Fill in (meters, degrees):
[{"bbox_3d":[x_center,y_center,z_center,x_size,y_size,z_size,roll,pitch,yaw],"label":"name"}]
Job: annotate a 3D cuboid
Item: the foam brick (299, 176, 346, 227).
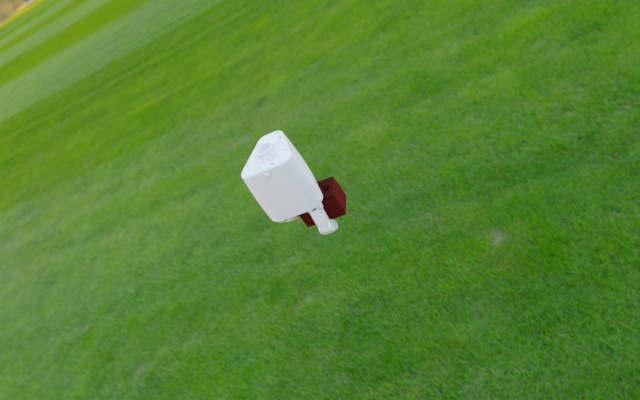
[{"bbox_3d":[0.000,0.003,0.838,0.078,0.053,0.051,-20,-51,18],"label":"foam brick"}]
